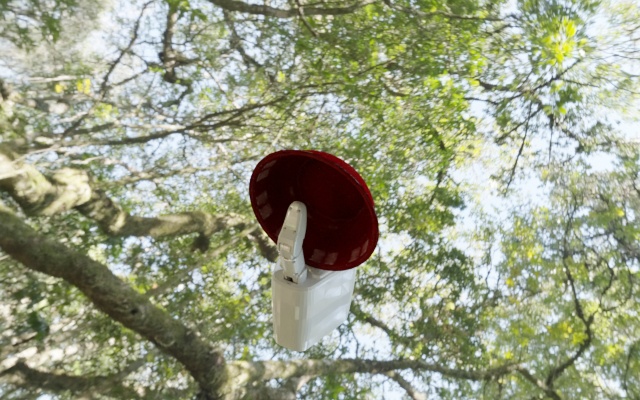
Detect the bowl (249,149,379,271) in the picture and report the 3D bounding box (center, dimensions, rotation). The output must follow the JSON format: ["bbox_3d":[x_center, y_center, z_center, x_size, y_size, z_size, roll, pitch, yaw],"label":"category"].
[{"bbox_3d":[0.001,0.001,0.544,0.162,0.162,0.055,0,33,33],"label":"bowl"}]
